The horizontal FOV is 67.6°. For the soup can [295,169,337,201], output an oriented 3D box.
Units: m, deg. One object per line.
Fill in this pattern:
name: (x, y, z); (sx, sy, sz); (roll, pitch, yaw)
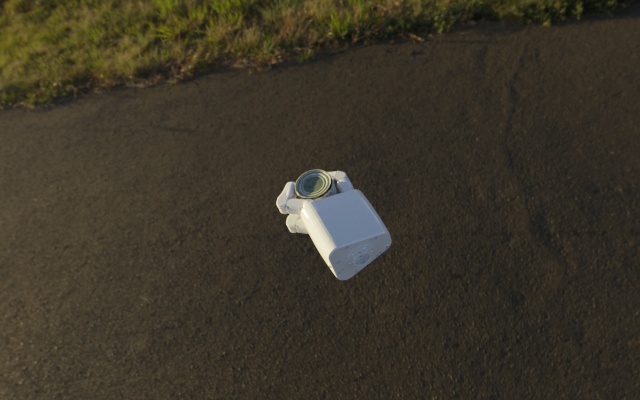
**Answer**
soup can: (0.000, 0.002, 0.844); (0.068, 0.068, 0.102); (0, -38, 19)
